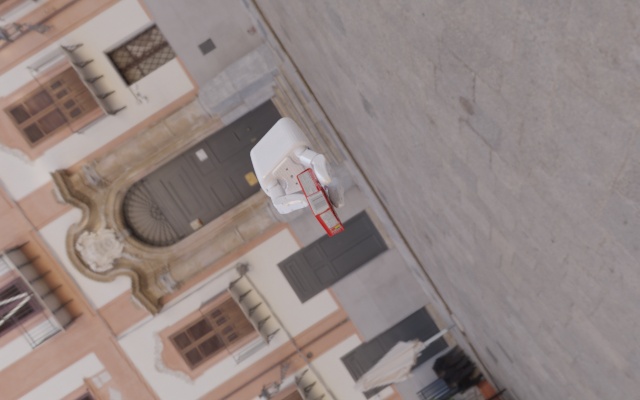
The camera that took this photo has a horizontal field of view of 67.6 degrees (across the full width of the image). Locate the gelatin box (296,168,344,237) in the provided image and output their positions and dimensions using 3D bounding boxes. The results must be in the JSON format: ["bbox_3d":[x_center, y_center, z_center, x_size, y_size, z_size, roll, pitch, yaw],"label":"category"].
[{"bbox_3d":[0.000,0.003,0.751,0.030,0.089,0.073,-28,-36,4],"label":"gelatin box"}]
